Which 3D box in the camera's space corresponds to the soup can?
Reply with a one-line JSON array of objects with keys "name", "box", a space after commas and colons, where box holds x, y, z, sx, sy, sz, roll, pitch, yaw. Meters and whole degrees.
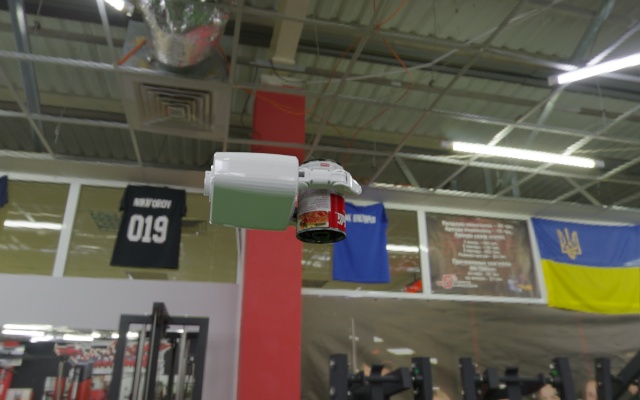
[{"name": "soup can", "box": [0.001, 0.002, 0.659, 0.068, 0.102, 0.068, -1, -21, 0]}]
